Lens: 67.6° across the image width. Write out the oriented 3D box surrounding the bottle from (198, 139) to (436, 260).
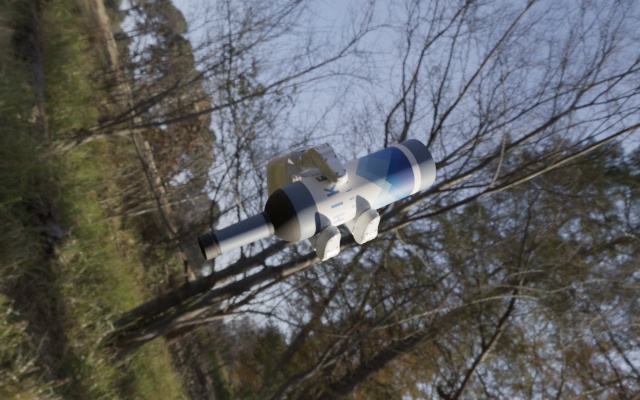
[{"bbox_3d":[0.000,0.002,0.567,0.295,0.069,0.069,-21,8,-21],"label":"bottle"}]
